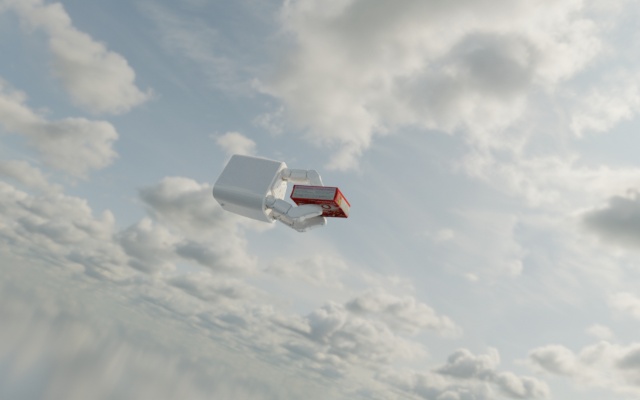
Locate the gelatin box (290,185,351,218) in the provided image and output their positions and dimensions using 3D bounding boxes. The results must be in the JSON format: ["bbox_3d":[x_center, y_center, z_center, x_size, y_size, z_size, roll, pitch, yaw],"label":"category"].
[{"bbox_3d":[0.001,0.002,0.855,0.089,0.030,0.073,3,-25,25],"label":"gelatin box"}]
